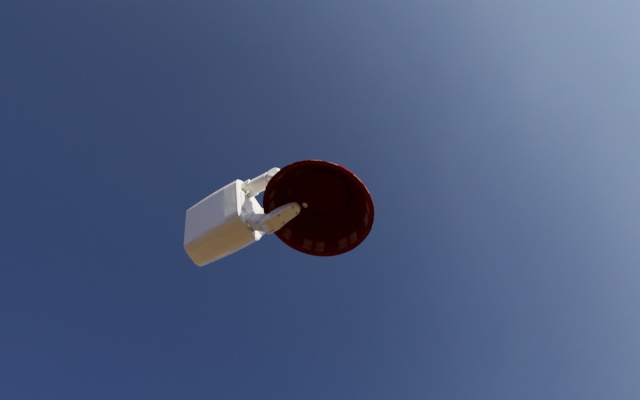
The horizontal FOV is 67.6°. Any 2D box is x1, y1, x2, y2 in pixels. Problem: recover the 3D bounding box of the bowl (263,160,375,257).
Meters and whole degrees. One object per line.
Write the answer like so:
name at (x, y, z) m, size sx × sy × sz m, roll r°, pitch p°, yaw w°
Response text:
bowl at (0.001, 0.002, 0.700) m, size 0.162 × 0.162 × 0.055 m, roll 0°, pitch 31°, yaw 12°
